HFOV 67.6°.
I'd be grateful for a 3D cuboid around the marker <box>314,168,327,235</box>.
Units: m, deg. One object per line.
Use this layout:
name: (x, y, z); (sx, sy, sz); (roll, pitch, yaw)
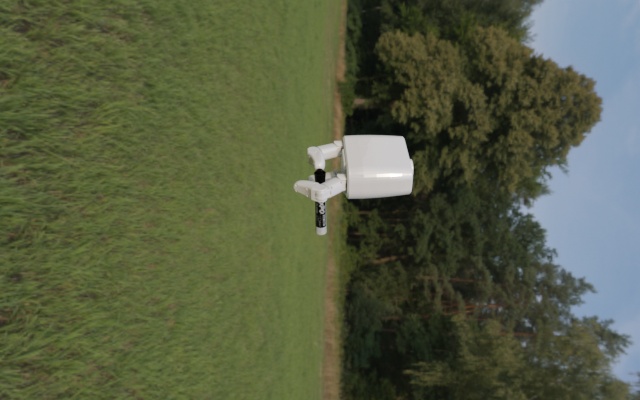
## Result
marker: (0.000, 0.003, 0.779); (0.020, 0.121, 0.020); (-1, 32, 0)
